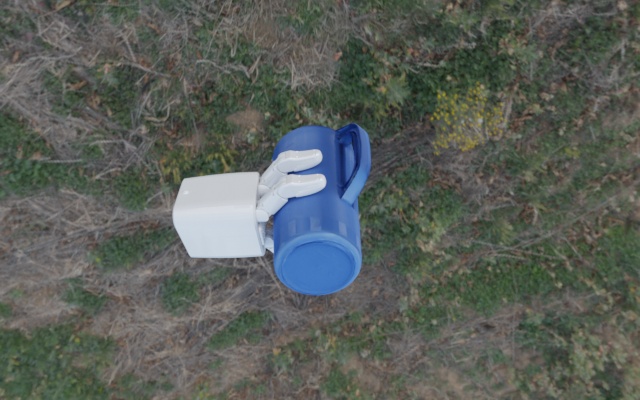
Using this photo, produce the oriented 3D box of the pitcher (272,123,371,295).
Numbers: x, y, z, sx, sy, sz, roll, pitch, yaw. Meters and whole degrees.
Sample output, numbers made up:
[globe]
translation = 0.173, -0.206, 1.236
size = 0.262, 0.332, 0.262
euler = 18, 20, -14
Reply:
[pitcher]
translation = 0.000, 0.002, 0.664
size = 0.145, 0.149, 0.242
euler = -3, 38, -1
